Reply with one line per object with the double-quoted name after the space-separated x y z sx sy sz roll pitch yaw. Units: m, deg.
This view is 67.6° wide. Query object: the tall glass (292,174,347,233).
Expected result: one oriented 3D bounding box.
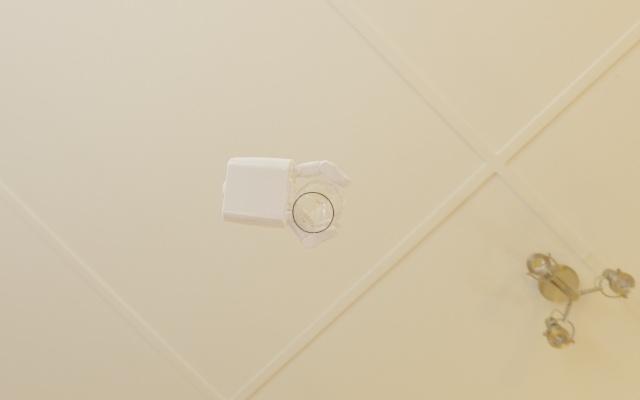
0.000 0.002 0.787 0.079 0.079 0.201 0 9 6 "tall glass"
